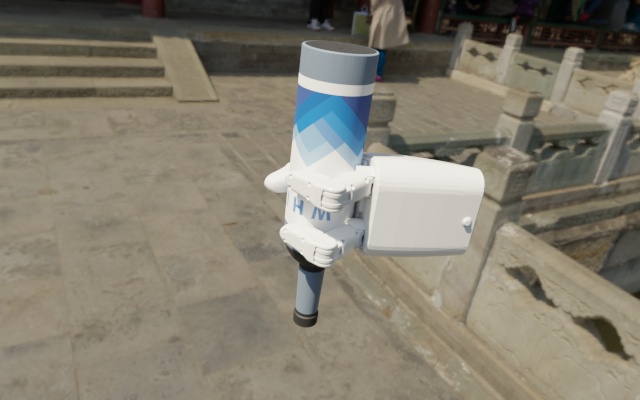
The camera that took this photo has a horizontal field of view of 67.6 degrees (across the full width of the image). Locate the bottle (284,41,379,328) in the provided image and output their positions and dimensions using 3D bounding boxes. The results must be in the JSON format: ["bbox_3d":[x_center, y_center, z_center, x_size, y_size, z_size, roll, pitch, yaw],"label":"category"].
[{"bbox_3d":[0.000,0.001,0.469,0.069,0.296,0.069,6,26,-3],"label":"bottle"}]
